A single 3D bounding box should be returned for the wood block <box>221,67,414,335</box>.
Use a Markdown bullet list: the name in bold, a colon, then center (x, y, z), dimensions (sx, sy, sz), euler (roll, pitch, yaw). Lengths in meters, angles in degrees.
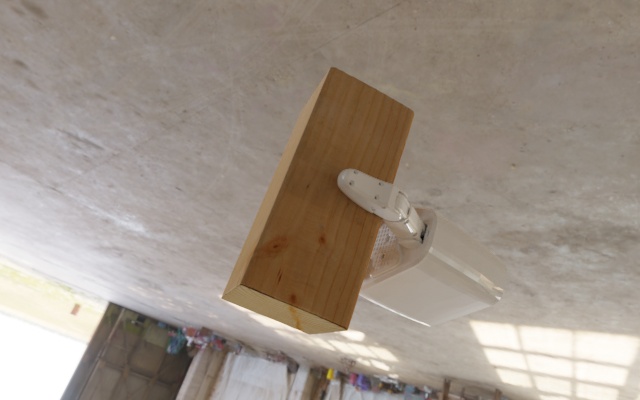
- **wood block**: center (0.000, 0.002, 0.421), dimensions (0.090, 0.206, 0.091), euler (26, -24, -13)
